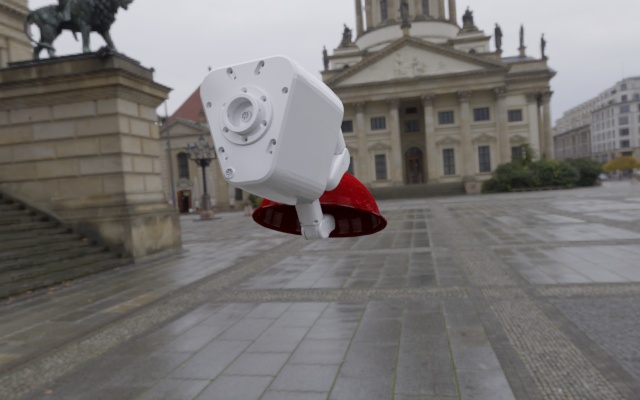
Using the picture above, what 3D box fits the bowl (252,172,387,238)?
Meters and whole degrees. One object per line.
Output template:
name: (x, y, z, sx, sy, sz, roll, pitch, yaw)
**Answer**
bowl: (0.000, 0.002, 0.581, 0.162, 0.055, 0.162, 3, -17, 1)
